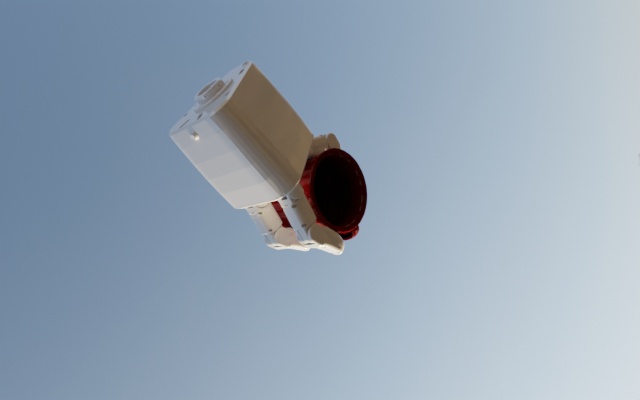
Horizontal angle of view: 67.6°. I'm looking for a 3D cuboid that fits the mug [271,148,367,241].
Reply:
[{"bbox_3d":[0.001,0.003,0.554,0.081,0.117,0.093,-9,38,44],"label":"mug"}]
